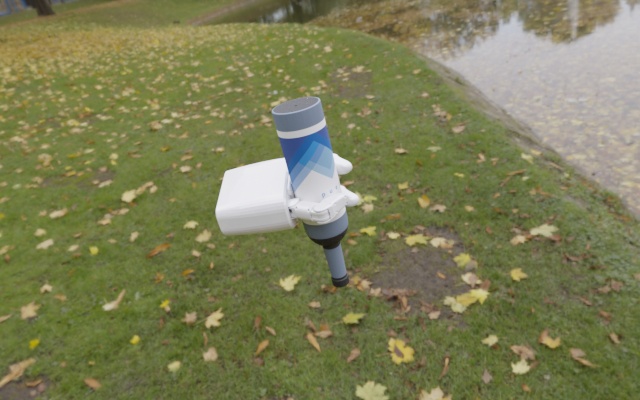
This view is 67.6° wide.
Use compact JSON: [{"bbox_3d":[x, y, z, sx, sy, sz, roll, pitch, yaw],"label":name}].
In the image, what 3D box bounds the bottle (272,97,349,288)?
[{"bbox_3d":[0.000,0.002,0.694,0.069,0.296,0.069,-11,26,6],"label":"bottle"}]
